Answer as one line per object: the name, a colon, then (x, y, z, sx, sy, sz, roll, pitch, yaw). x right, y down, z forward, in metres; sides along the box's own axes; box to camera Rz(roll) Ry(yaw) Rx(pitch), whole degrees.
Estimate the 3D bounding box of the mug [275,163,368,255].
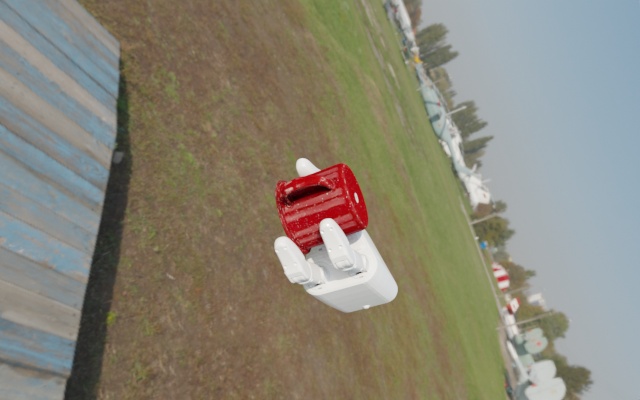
mug: (0.000, 0.001, 0.544, 0.081, 0.093, 0.117, -20, -32, 16)
